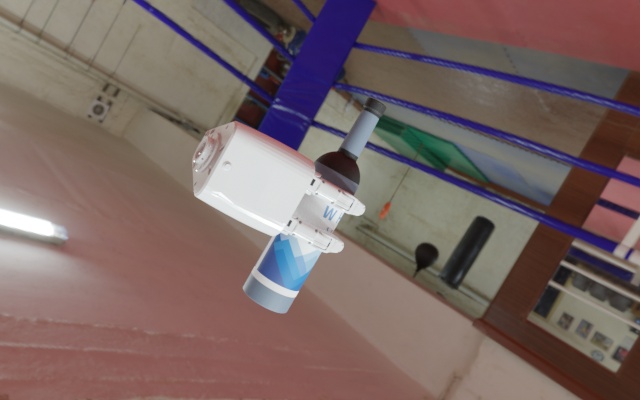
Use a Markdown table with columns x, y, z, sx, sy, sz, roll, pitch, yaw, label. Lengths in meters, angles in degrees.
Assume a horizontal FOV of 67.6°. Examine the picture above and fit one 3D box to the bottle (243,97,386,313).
| x | y | z | sx | sy | sz | roll | pitch | yaw | label |
| --- | --- | --- | --- | --- | --- | --- | --- | --- | --- |
| 0.000 | 0.002 | 0.619 | 0.069 | 0.296 | 0.069 | 30 | 3 | -1 | bottle |
